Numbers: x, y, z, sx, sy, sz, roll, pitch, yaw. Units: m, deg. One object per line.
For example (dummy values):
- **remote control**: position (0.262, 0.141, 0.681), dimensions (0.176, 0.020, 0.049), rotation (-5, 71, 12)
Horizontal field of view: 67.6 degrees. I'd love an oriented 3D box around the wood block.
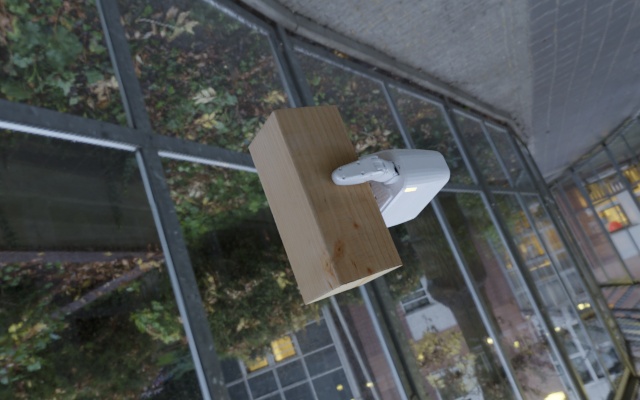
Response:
- **wood block**: position (0.001, 0.002, 0.559), dimensions (0.090, 0.206, 0.091), rotation (-12, -17, -34)
